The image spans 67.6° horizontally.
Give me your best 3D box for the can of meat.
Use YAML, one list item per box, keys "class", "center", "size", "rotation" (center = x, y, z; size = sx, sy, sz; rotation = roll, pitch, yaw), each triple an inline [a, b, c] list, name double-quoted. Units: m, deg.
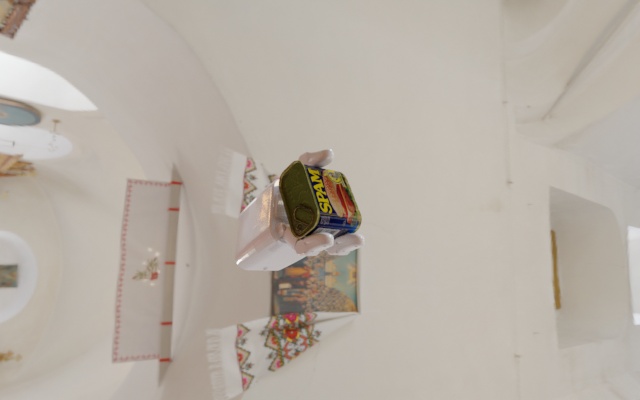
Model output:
- class: "can of meat"
  center: [0.000, 0.002, 0.650]
  size: [0.084, 0.102, 0.057]
  rotation: [9, -38, -41]
